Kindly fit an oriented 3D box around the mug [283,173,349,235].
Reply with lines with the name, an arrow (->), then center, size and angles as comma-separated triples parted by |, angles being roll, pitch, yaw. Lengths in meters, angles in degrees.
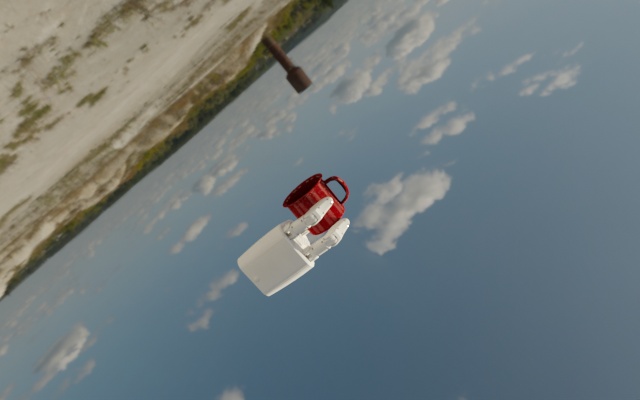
mug -> 0.001, 0.002, 0.883 | 0.117, 0.081, 0.093 | -36, 16, 13
